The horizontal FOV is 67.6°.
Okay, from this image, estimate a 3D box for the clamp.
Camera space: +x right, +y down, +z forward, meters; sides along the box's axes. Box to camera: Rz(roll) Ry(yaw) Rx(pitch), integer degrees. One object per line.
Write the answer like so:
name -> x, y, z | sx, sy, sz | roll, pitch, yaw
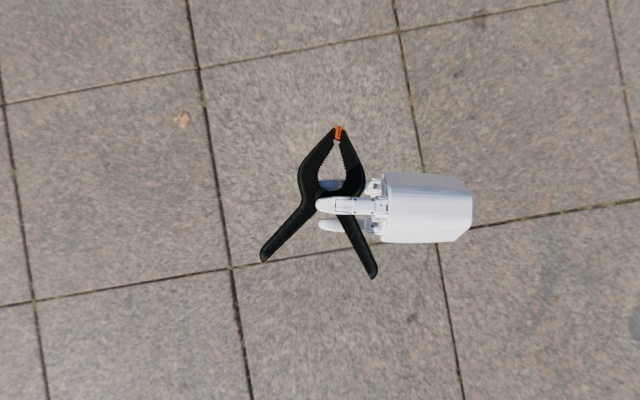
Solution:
clamp -> 0.000, 0.002, 0.659 | 0.164, 0.210, 0.036 | 2, 0, 0
